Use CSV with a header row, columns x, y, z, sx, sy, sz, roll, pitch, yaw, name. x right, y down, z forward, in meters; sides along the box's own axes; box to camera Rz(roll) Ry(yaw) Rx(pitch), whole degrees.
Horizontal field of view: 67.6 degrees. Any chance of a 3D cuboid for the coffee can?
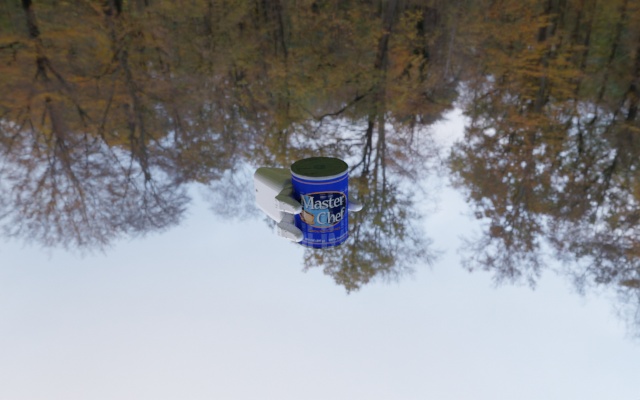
x,y,z,sx,sy,sz,roll,pitch,yaw,name
0.000,0.003,0.867,0.103,0.140,0.102,-2,24,1,coffee can
